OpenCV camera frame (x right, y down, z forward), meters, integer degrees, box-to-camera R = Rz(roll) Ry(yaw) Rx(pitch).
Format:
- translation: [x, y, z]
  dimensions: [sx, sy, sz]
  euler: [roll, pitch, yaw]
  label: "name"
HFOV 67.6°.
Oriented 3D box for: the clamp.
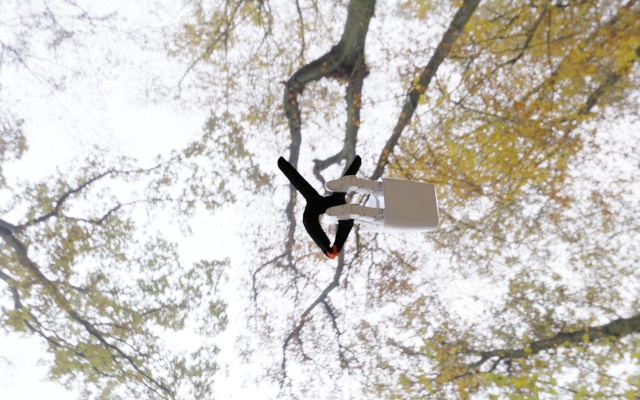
- translation: [0.000, 0.004, 0.874]
  dimensions: [0.164, 0.210, 0.036]
  euler: [3, -25, -9]
  label: "clamp"
